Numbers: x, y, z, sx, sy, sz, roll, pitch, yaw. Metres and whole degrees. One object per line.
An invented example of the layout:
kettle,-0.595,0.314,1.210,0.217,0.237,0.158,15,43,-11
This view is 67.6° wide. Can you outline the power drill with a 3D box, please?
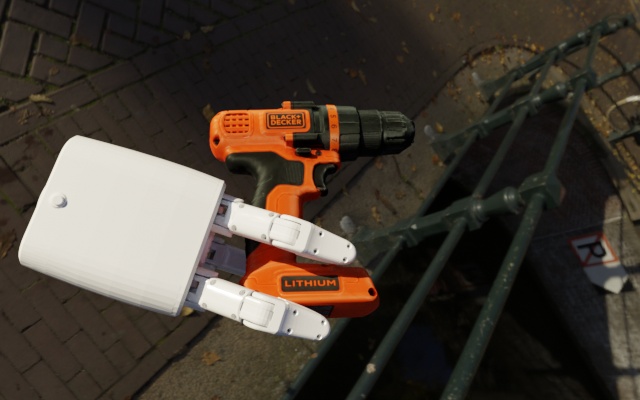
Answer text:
power drill,0.000,0.002,0.400,0.184,0.187,0.057,-3,-28,-5
